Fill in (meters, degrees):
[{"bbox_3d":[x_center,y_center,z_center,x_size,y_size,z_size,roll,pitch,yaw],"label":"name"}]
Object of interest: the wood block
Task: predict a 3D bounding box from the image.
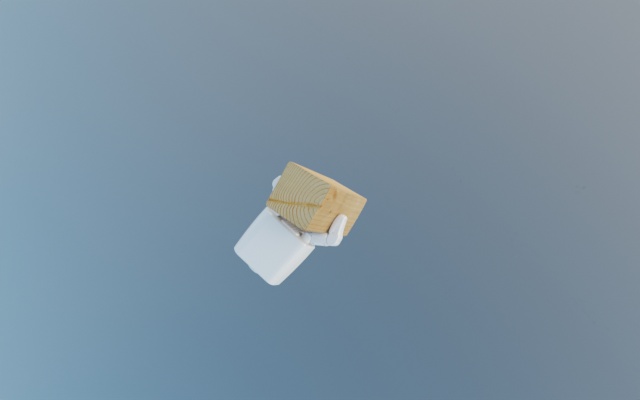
[{"bbox_3d":[0.000,0.003,0.889,0.091,0.090,0.206,32,6,22],"label":"wood block"}]
